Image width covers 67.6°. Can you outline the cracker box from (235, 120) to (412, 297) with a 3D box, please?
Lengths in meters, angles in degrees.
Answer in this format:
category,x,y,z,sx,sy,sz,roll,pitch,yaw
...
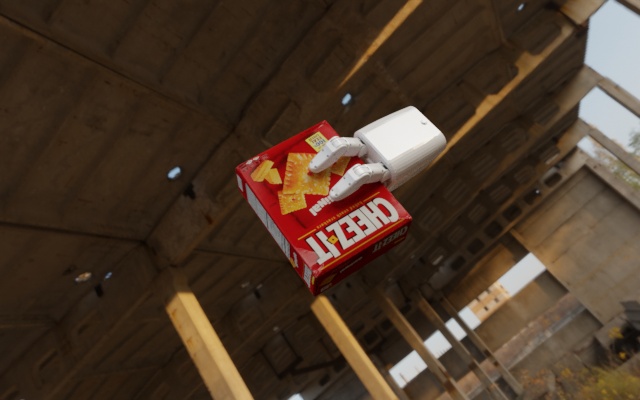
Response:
category,x,y,z,sx,sy,sz,roll,pitch,yaw
cracker box,0.000,0.002,0.692,0.164,0.213,0.072,-30,-27,-18
